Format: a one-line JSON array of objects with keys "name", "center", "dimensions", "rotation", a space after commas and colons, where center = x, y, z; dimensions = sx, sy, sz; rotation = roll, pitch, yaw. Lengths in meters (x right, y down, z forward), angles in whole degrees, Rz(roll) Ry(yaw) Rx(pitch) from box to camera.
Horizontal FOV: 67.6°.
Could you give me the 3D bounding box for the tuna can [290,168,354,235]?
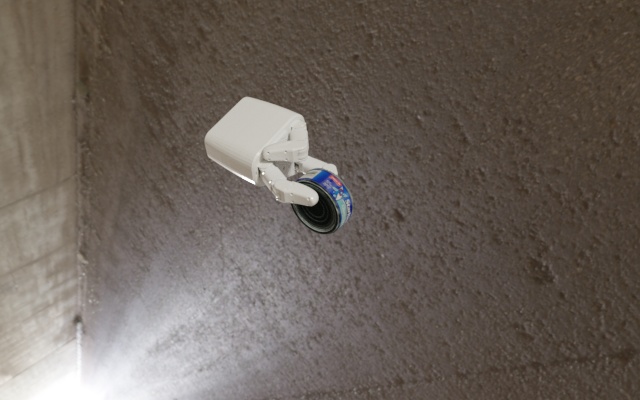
[{"name": "tuna can", "center": [0.000, 0.002, 0.634], "dimensions": [0.086, 0.086, 0.033], "rotation": [0, 30, 43]}]
